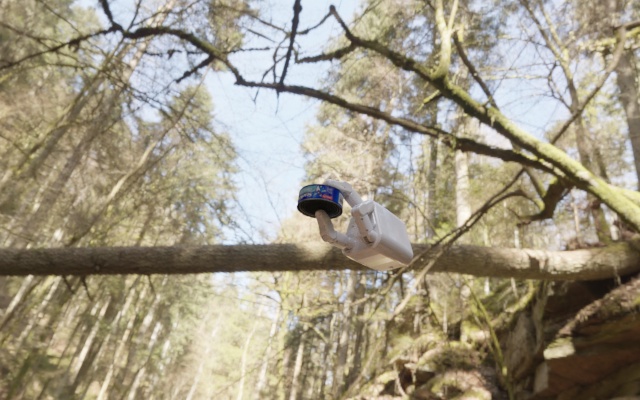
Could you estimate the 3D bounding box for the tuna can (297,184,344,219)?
[{"bbox_3d":[0.000,0.002,0.884,0.086,0.033,0.086,6,-26,3],"label":"tuna can"}]
